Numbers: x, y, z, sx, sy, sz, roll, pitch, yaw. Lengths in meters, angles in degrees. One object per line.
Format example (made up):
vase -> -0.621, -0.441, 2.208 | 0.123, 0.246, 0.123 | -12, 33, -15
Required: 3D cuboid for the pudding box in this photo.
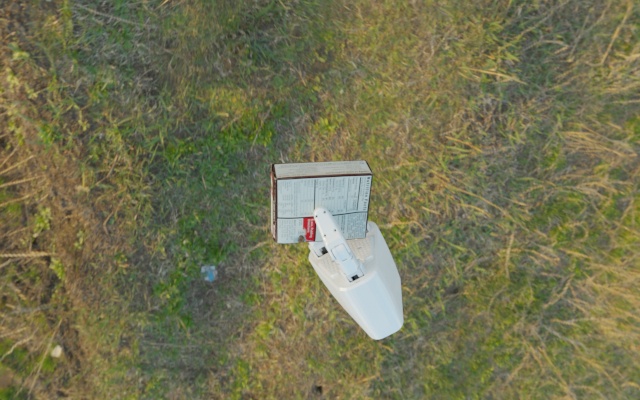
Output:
pudding box -> 0.000, 0.002, 0.548 | 0.113, 0.090, 0.039 | -4, 31, -12
